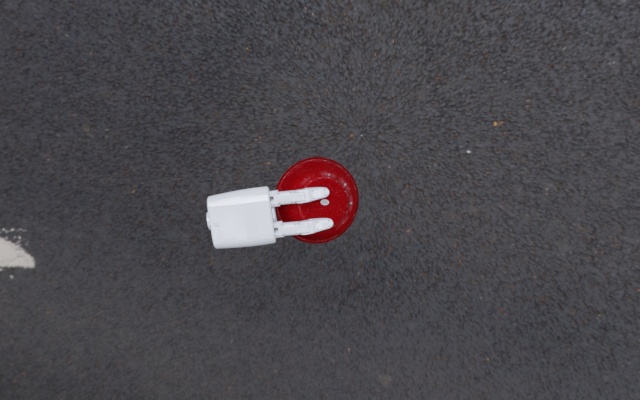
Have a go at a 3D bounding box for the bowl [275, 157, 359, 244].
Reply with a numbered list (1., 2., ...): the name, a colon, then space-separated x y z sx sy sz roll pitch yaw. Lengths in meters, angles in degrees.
1. bowl: 0.001 0.002 0.858 0.162 0.162 0.055 0 5 -14
